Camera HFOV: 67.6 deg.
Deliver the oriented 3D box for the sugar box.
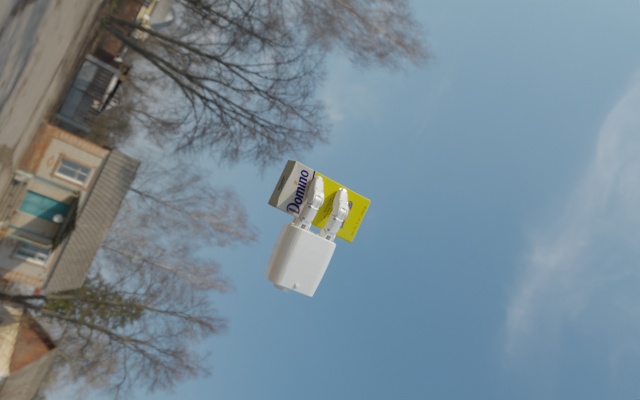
[{"bbox_3d":[0.000,0.003,0.892,0.176,0.093,0.048,26,-3,-28],"label":"sugar box"}]
